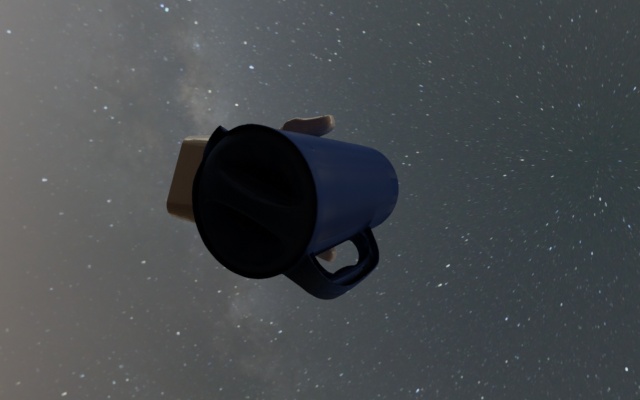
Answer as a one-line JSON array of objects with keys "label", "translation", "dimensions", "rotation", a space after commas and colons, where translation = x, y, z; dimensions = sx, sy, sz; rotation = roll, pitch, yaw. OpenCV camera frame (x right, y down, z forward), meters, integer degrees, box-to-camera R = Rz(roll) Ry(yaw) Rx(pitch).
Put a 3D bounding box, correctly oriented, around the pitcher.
[{"label": "pitcher", "translation": [0.000, 0.002, 0.504], "dimensions": [0.145, 0.149, 0.243], "rotation": [6, 7, 29]}]
